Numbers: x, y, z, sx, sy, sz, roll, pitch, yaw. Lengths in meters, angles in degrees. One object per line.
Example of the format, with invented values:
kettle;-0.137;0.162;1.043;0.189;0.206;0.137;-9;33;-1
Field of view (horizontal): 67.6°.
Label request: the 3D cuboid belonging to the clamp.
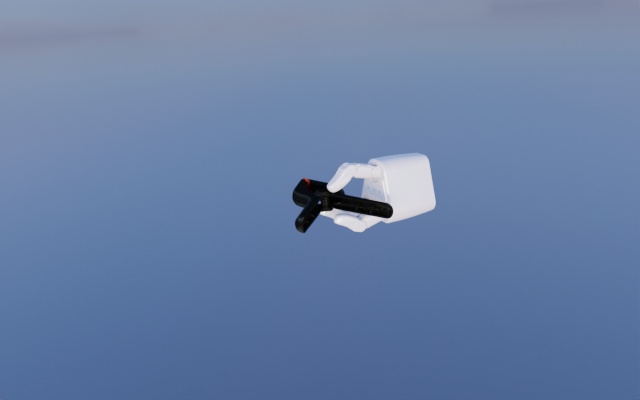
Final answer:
clamp;0.000;0.002;0.817;0.164;0.036;0.210;-10;21;-27
